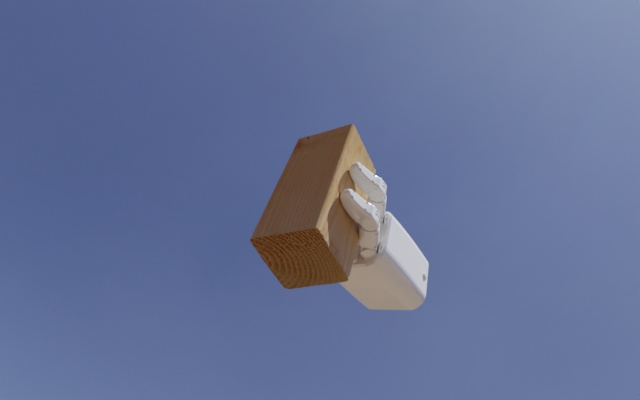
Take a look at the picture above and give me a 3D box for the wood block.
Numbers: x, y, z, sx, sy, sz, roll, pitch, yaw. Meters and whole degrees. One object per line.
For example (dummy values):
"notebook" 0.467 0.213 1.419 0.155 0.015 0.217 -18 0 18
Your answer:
"wood block" 0.000 0.002 0.614 0.091 0.090 0.206 -13 35 27
